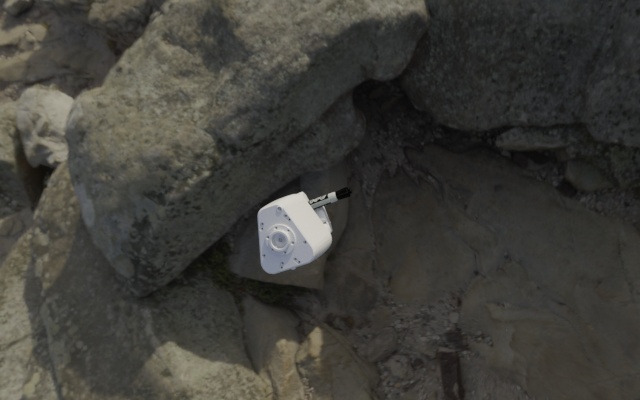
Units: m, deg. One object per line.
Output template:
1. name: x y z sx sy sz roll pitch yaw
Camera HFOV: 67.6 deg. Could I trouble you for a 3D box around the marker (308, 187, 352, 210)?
1. marker: 0.000 0.003 0.864 0.121 0.020 0.020 -20 -6 15
